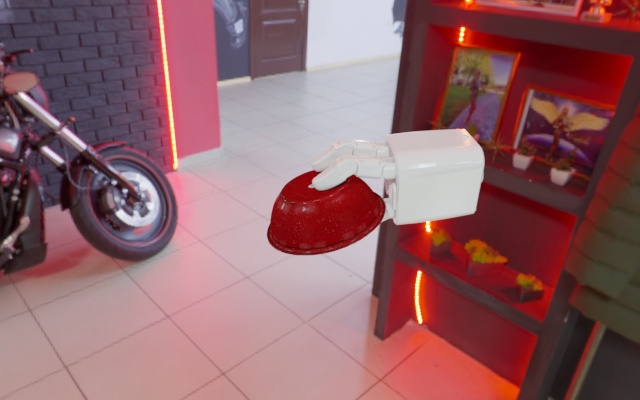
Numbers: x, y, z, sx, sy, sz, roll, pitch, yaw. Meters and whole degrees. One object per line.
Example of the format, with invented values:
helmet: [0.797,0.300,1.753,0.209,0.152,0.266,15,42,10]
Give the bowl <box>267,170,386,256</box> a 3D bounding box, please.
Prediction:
bowl: [-0.001,0.002,0.618,0.162,0.055,0.162,-13,27,7]
